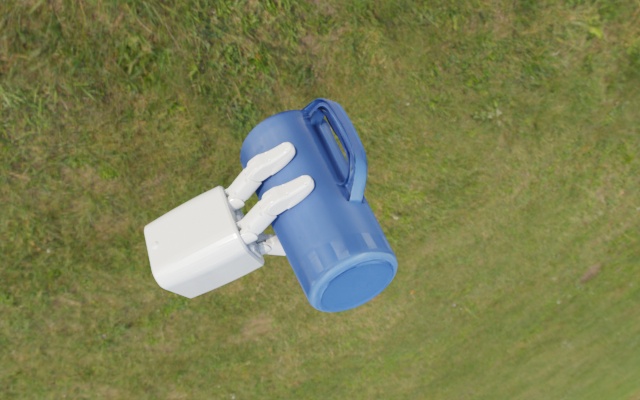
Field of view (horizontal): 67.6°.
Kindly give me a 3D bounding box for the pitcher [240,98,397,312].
[{"bbox_3d":[0.000,0.002,0.585,0.145,0.242,0.149,-25,-37,-4],"label":"pitcher"}]
